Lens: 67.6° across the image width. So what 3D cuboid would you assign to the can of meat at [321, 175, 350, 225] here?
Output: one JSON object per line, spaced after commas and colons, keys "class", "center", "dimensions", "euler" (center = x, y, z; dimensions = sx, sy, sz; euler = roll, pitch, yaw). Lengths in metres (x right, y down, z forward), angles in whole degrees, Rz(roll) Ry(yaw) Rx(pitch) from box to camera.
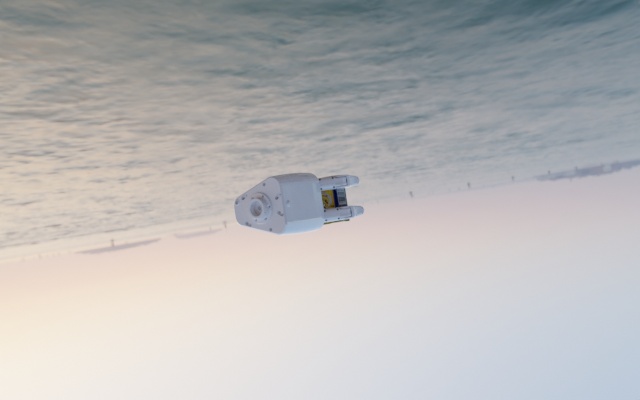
{"class": "can of meat", "center": [0.000, 0.003, 0.873], "dimensions": [0.102, 0.084, 0.057], "euler": [-10, -2, 29]}
